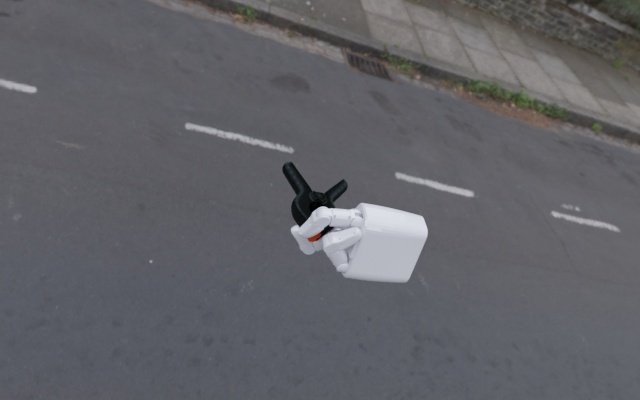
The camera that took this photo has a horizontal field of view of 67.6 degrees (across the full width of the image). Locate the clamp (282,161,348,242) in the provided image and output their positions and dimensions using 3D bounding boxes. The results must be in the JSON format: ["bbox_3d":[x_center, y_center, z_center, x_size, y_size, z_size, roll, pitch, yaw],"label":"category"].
[{"bbox_3d":[0.000,0.002,0.793,0.120,0.039,0.171,7,42,-17],"label":"clamp"}]
